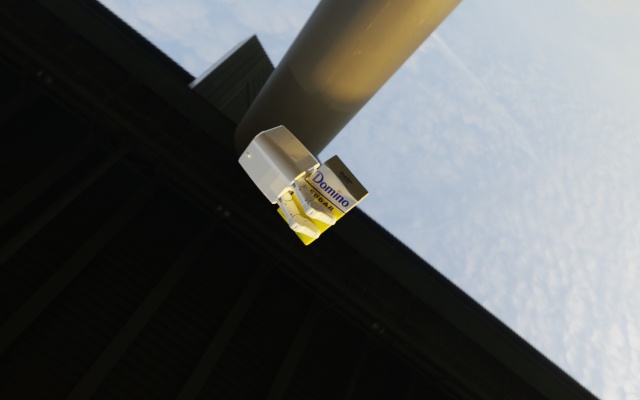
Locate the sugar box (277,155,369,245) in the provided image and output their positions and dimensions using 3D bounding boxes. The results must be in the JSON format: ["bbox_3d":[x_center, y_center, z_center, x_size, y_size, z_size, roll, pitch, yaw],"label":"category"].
[{"bbox_3d":[0.000,0.003,0.883,0.048,0.093,0.176,-38,-4,-43],"label":"sugar box"}]
